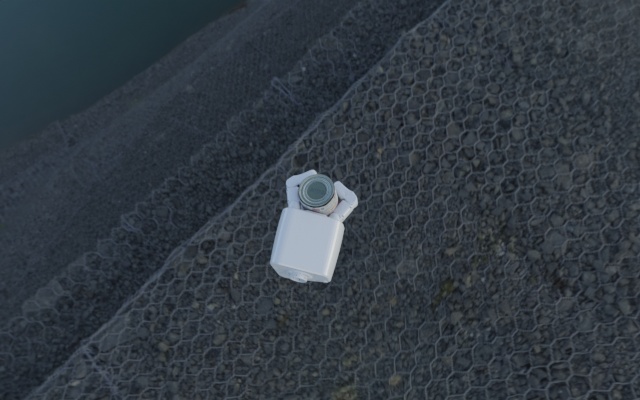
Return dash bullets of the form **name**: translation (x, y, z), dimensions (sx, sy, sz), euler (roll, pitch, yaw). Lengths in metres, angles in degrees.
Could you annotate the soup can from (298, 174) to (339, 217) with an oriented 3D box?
- **soup can**: translation (0.000, 0.002, 0.887), dimensions (0.068, 0.068, 0.102), euler (0, -25, 10)
